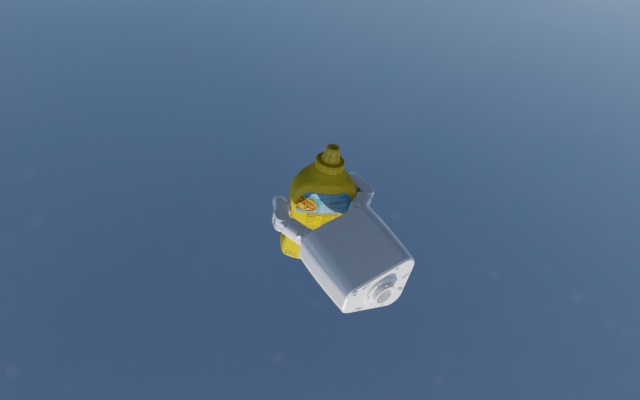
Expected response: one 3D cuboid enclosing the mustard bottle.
[{"bbox_3d":[0.000,0.002,0.697,0.096,0.192,0.058,2,40,-14],"label":"mustard bottle"}]
